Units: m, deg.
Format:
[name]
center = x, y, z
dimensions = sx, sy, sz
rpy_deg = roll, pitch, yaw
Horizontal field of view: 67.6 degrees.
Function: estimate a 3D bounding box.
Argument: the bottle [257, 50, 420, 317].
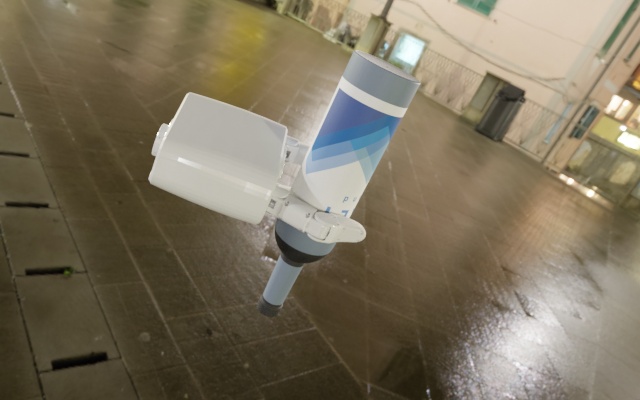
[bottle]
center = 0.000, 0.001, 0.484
dimensions = 0.069, 0.296, 0.069
rpy_deg = 22, 23, -10
